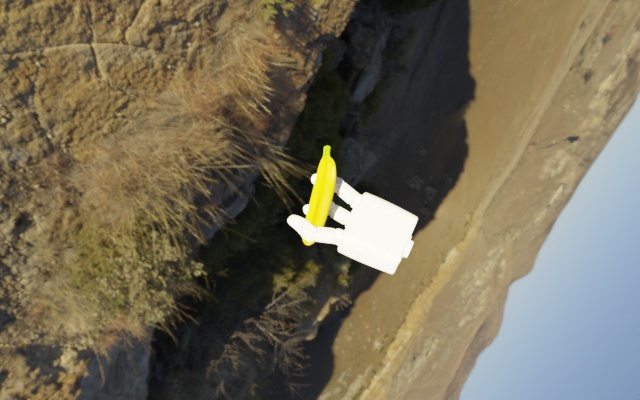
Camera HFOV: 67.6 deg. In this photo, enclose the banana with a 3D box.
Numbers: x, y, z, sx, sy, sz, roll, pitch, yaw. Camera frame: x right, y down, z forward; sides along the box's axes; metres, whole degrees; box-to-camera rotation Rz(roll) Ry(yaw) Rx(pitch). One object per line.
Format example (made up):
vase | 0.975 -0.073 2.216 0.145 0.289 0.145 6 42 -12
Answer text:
banana | -0.001 0.007 0.844 0.037 0.198 0.069 15 23 0
